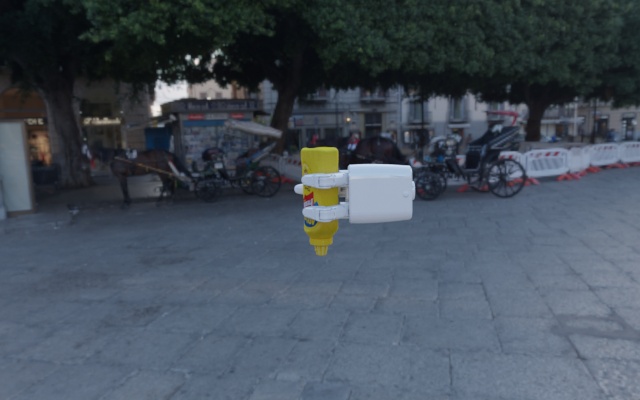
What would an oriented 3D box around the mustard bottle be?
[{"bbox_3d":[0.000,0.003,0.846,0.058,0.191,0.096,-5,9,-23],"label":"mustard bottle"}]
